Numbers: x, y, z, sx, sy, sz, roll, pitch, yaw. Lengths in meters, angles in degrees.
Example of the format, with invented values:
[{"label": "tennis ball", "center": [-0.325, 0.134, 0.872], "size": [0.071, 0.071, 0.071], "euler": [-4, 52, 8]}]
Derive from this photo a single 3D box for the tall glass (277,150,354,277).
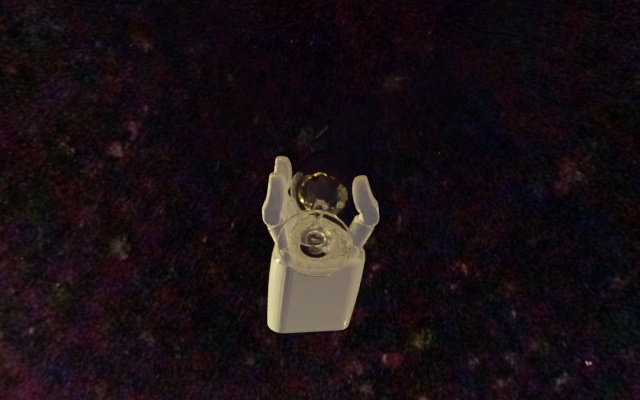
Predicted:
[{"label": "tall glass", "center": [0.000, 0.002, 0.550], "size": [0.079, 0.079, 0.201], "euler": [0, 25, 4]}]
